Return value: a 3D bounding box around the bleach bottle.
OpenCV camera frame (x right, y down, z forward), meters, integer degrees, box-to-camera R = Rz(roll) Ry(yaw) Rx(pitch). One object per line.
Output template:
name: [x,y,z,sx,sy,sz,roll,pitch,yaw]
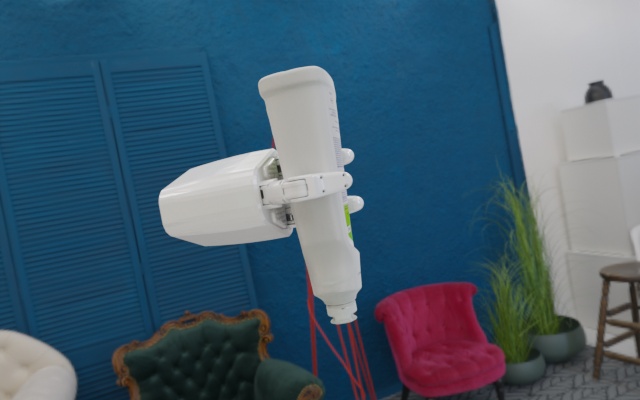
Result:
bleach bottle: [0.000,0.002,0.485,0.068,0.251,0.102,-10,2,12]
